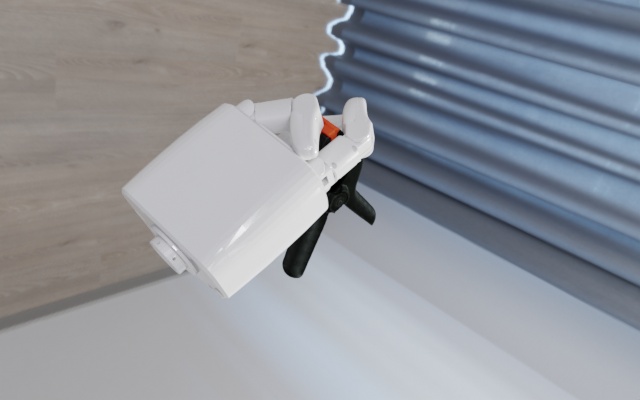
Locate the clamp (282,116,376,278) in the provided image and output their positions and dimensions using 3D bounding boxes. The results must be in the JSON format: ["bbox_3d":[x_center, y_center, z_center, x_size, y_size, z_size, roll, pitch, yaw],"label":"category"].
[{"bbox_3d":[0.001,0.002,0.450,0.039,0.120,0.172,32,-25,33],"label":"clamp"}]
